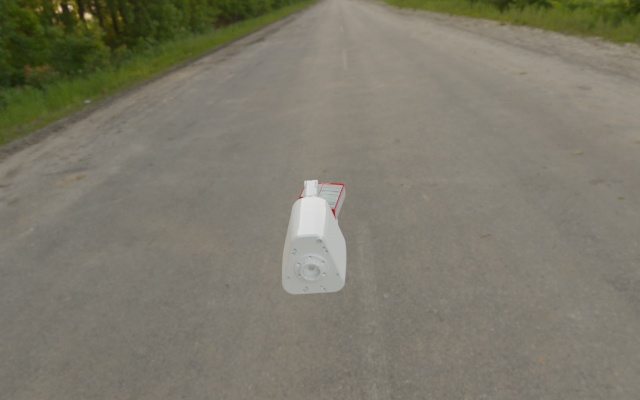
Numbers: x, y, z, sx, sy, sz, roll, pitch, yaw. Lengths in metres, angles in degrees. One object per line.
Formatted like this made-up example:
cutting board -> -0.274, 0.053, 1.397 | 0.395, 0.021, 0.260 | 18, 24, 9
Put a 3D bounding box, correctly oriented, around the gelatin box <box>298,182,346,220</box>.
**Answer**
gelatin box -> 0.000, 0.002, 0.847 | 0.073, 0.030, 0.089 | 2, 35, 14
